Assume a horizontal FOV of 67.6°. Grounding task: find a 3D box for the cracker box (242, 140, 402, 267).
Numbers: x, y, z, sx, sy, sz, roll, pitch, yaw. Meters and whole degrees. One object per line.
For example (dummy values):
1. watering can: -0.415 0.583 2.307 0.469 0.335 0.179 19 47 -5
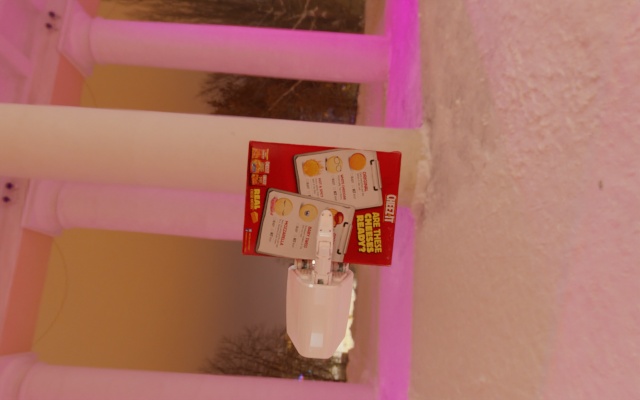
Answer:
1. cracker box: 0.000 0.002 0.694 0.214 0.164 0.072 4 7 -1
